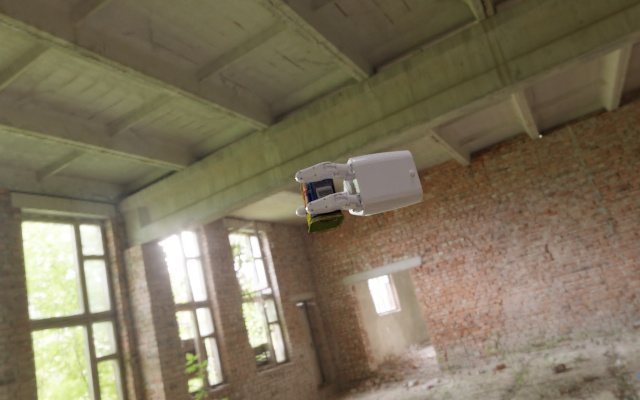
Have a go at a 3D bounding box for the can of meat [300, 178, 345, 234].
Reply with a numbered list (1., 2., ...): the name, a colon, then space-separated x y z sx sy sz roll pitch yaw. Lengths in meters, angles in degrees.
1. can of meat: 0.000 0.002 0.806 0.057 0.084 0.102 -12 -15 -7
